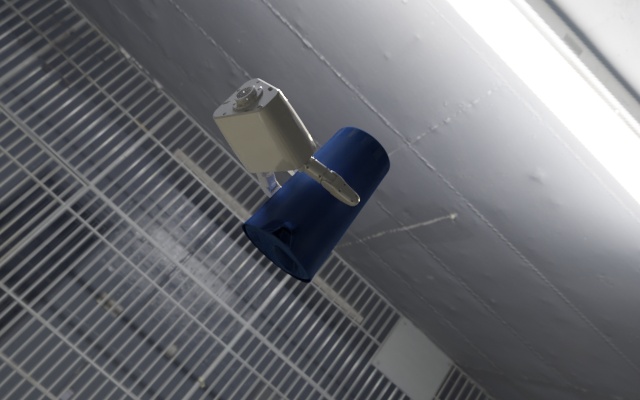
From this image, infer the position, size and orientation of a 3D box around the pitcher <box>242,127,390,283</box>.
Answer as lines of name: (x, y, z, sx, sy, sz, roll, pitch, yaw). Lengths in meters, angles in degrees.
pitcher: (0.000, 0.002, 0.764, 0.149, 0.242, 0.145, 15, -32, 49)
